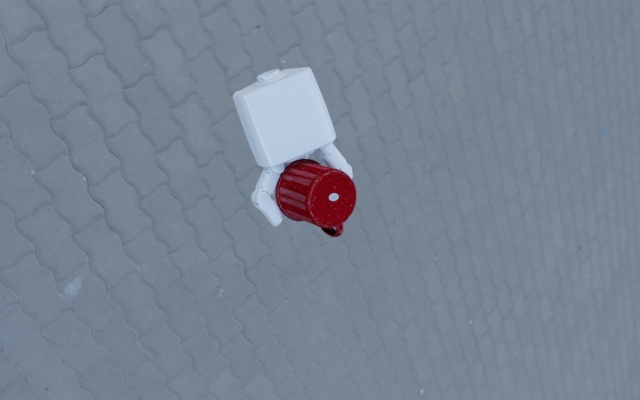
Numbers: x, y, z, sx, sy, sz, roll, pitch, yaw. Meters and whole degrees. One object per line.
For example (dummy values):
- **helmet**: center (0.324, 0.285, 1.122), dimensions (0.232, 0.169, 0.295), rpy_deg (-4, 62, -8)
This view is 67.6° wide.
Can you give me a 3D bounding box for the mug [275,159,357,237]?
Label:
- **mug**: center (0.001, 0.004, 0.670), dimensions (0.093, 0.117, 0.081), rpy_deg (-31, 25, -24)
